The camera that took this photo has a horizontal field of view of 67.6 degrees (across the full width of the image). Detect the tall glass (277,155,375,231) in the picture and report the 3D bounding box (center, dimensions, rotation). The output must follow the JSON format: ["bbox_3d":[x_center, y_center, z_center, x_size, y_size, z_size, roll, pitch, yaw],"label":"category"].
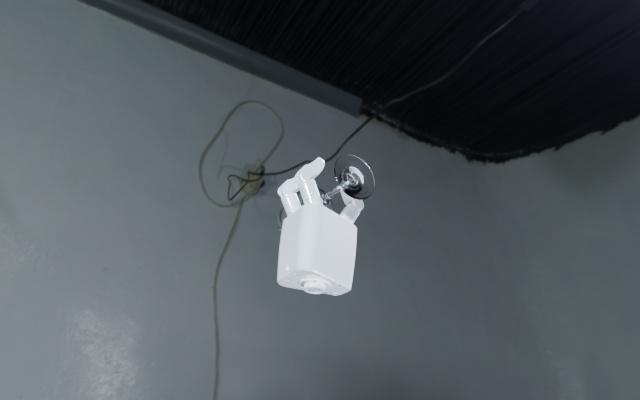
[{"bbox_3d":[0.001,0.002,0.790,0.079,0.079,0.201,0,-22,-34],"label":"tall glass"}]
